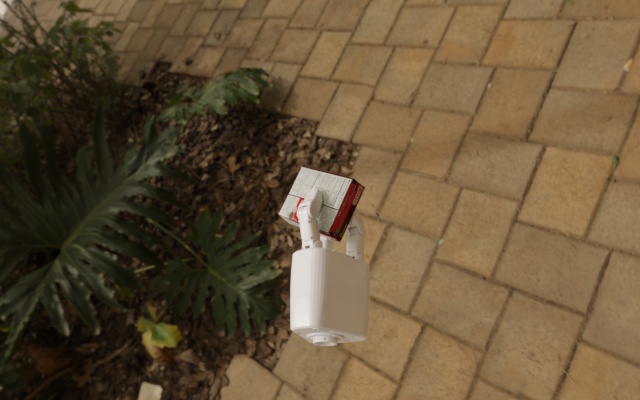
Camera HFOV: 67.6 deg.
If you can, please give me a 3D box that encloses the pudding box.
[{"bbox_3d":[0.000,0.002,0.714,0.113,0.090,0.039,18,-12,40],"label":"pudding box"}]
